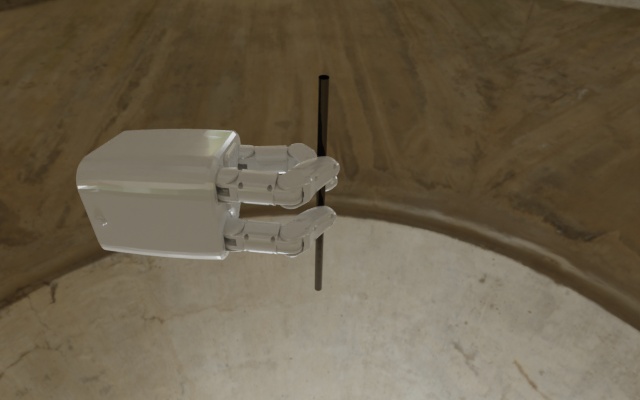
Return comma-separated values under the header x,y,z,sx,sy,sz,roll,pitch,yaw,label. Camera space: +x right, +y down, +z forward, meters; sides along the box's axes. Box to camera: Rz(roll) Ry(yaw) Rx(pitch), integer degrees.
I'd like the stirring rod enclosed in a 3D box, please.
x,y,z,sx,sy,sz,roll,pitch,yaw,label
0.000,0.001,0.426,0.011,0.240,0.011,1,41,-1,stirring rod
